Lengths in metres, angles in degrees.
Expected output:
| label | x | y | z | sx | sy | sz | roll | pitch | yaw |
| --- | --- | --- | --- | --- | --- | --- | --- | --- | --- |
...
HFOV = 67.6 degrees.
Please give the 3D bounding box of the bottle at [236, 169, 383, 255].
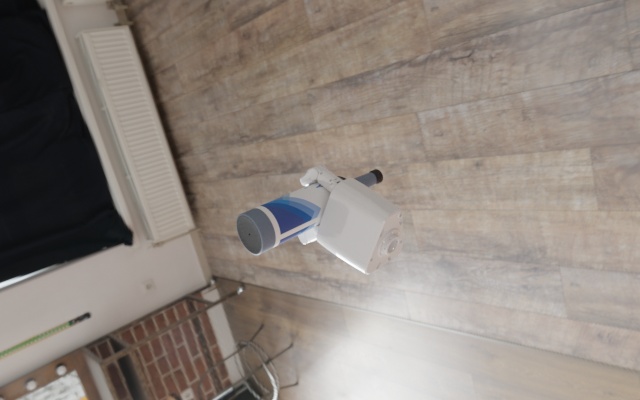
| label | x | y | z | sx | sy | sz | roll | pitch | yaw |
| --- | --- | --- | --- | --- | --- | --- | --- | --- | --- |
| bottle | 0.000 | 0.003 | 0.797 | 0.295 | 0.069 | 0.069 | -24 | 15 | -38 |
